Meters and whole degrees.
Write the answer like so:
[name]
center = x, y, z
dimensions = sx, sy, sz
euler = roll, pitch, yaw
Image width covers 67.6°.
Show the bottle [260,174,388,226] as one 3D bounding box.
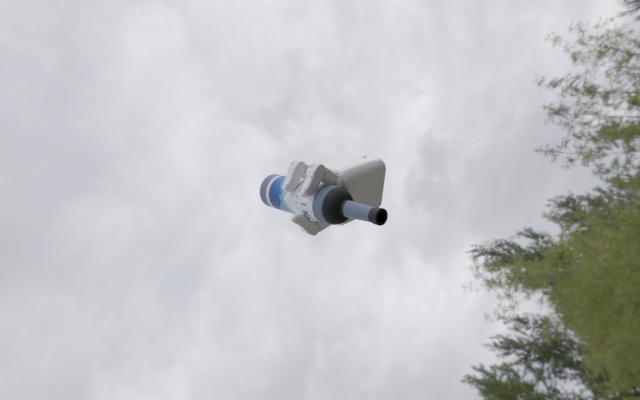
[bottle]
center = 0.000, 0.003, 0.831
dimensions = 0.069, 0.069, 0.295
euler = 0, 9, -40
